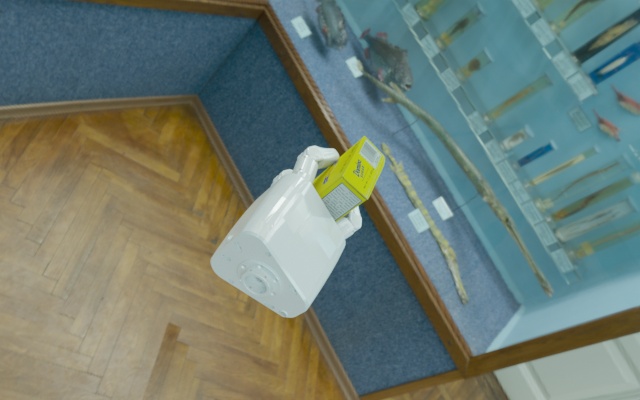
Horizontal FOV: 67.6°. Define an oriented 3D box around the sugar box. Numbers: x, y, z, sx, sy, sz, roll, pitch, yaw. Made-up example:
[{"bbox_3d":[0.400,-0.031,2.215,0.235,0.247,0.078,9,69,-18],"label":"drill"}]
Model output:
[{"bbox_3d":[0.000,0.002,0.600,0.176,0.048,0.093,-36,15,39],"label":"sugar box"}]
